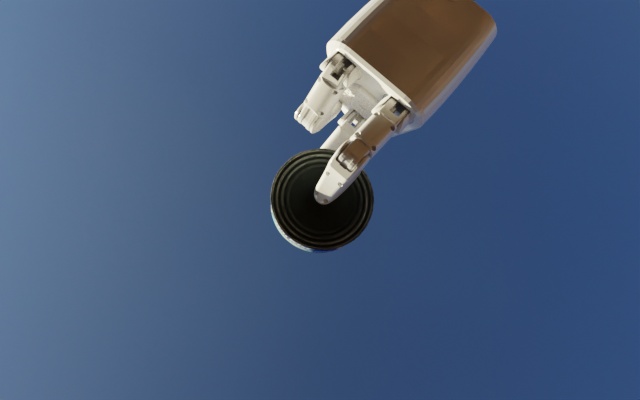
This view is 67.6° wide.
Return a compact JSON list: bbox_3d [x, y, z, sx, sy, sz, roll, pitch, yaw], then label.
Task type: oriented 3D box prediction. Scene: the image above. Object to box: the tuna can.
[{"bbox_3d":[0.000,0.001,0.408,0.086,0.086,0.034,0,-12,-7],"label":"tuna can"}]
